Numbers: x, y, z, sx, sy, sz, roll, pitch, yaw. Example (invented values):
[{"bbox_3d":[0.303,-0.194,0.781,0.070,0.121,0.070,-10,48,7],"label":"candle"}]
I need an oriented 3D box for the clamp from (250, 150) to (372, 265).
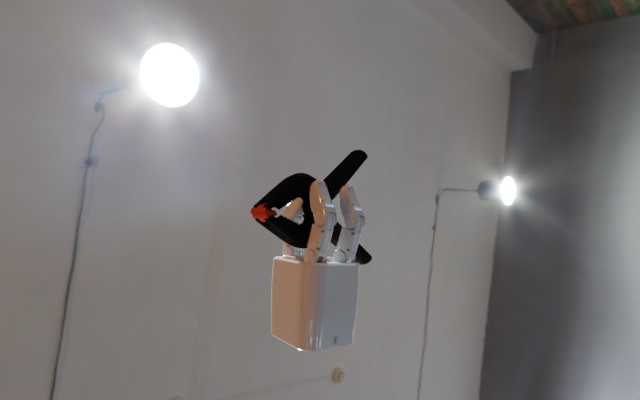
[{"bbox_3d":[-0.001,0.002,0.629,0.036,0.164,0.210,-4,-8,43],"label":"clamp"}]
